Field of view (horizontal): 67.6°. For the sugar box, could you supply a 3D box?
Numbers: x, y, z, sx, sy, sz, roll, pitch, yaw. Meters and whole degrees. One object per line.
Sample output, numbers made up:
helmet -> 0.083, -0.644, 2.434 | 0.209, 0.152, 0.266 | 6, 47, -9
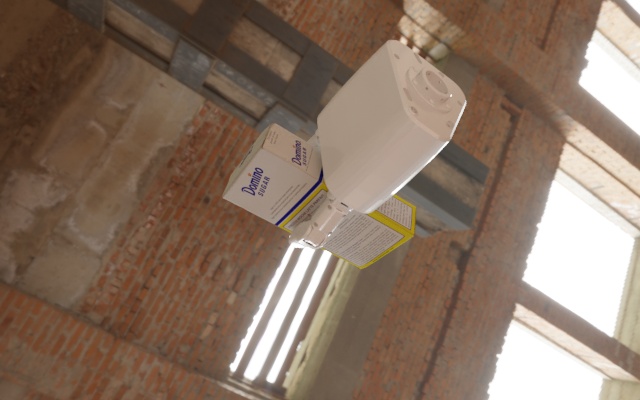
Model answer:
sugar box -> 0.000, 0.001, 0.487 | 0.176, 0.048, 0.093 | 31, -44, -17
